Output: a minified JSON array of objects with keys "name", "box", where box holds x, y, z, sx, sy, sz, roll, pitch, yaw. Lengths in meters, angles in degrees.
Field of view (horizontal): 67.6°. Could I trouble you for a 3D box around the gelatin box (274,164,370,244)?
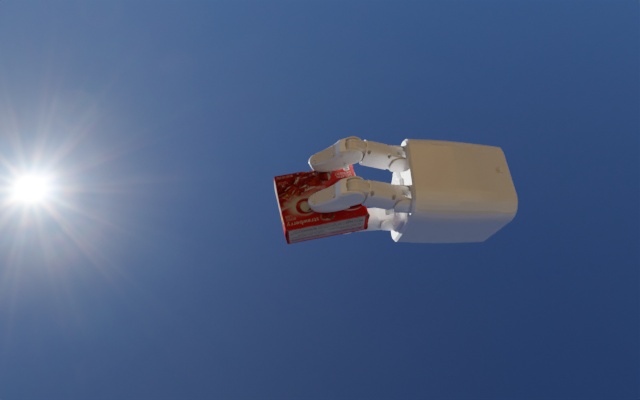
[{"name":"gelatin box","box":[0.000,0.002,0.508,0.089,0.073,0.030,-11,-36,-7]}]
